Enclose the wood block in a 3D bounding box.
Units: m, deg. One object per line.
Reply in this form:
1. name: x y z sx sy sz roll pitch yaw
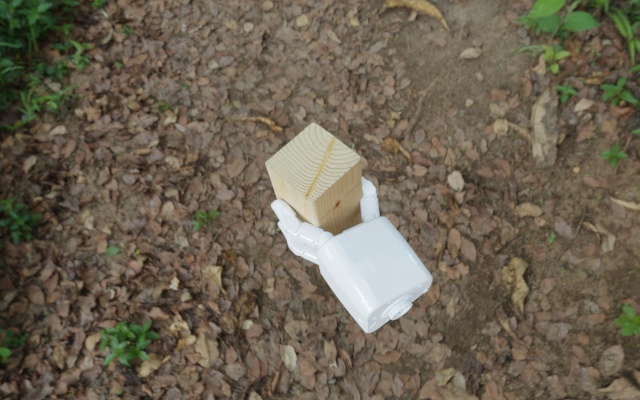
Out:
1. wood block: 0.001 0.002 0.683 0.090 0.091 0.206 39 -20 25
